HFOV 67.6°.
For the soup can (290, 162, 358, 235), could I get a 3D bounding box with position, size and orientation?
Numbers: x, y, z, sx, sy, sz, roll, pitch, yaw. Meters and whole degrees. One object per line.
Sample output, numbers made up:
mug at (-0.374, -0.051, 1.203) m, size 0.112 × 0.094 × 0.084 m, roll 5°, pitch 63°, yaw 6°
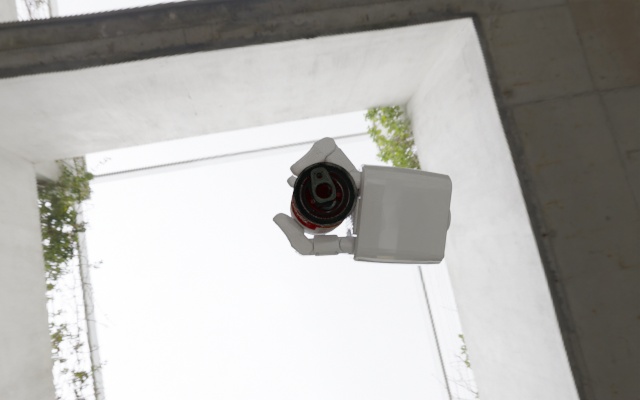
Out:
soup can at (0.000, 0.002, 0.542) m, size 0.068 × 0.068 × 0.102 m, roll 0°, pitch -11°, yaw -6°
